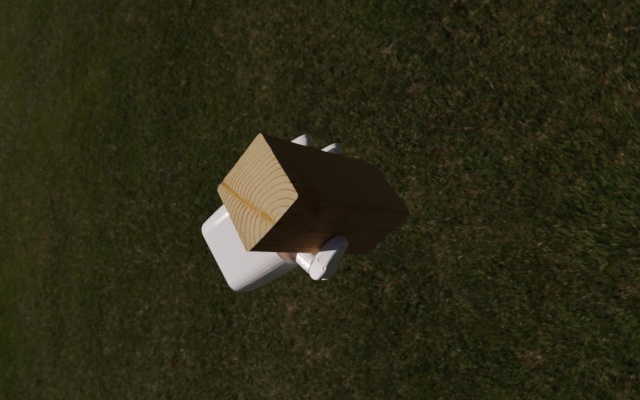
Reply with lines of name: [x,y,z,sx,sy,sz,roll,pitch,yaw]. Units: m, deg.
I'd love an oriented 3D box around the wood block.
wood block: [0.000,0.002,0.557,0.206,0.090,0.090,8,-47,-49]
